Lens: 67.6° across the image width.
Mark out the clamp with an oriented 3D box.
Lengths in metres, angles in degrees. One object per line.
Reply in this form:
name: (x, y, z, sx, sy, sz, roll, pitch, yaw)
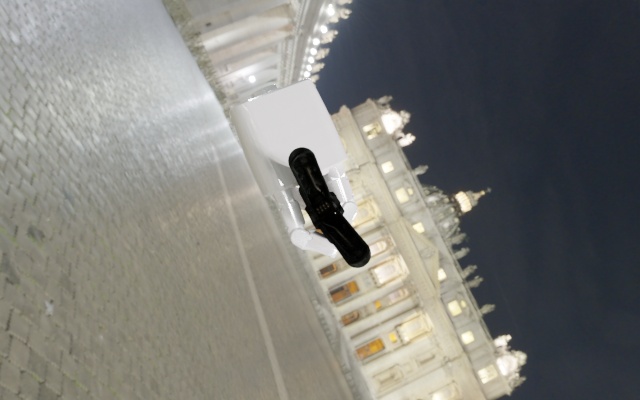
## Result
clamp: (0.001, 0.001, 0.492, 0.039, 0.120, 0.171, -25, 7, -7)
